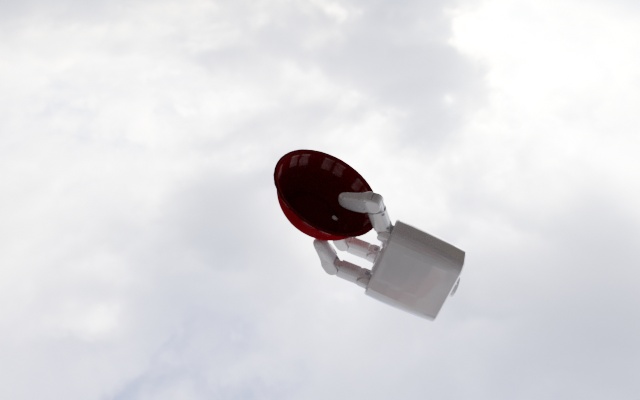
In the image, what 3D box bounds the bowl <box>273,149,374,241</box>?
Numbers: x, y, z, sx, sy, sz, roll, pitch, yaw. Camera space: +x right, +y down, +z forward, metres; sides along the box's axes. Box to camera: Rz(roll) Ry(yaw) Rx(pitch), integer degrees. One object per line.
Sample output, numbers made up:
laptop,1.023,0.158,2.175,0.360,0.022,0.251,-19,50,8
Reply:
bowl,-0.001,0.002,0.675,0.162,0.162,0.055,0,-40,-34
